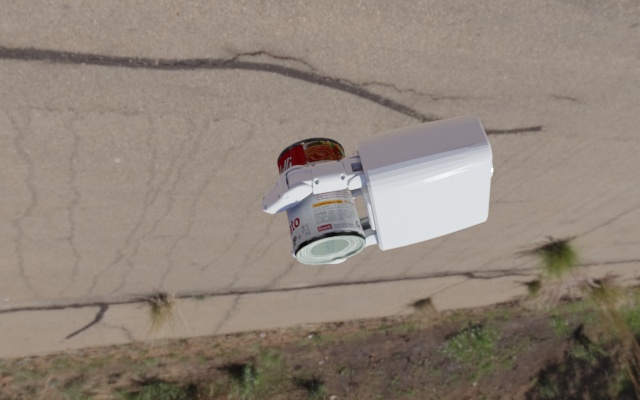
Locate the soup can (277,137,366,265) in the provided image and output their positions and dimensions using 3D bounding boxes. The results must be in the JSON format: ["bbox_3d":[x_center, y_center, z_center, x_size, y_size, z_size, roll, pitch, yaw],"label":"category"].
[{"bbox_3d":[0.000,0.002,0.452,0.068,0.102,0.068,-10,-27,-5],"label":"soup can"}]
